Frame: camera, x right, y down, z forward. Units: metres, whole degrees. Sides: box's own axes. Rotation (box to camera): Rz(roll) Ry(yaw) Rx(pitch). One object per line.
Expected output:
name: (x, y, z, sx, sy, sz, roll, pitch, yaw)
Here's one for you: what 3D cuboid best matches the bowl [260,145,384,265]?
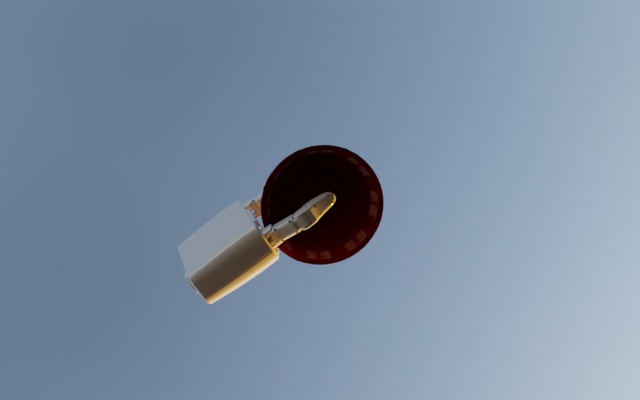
bowl: (0.001, 0.002, 0.643, 0.162, 0.162, 0.055, 0, 14, -8)
